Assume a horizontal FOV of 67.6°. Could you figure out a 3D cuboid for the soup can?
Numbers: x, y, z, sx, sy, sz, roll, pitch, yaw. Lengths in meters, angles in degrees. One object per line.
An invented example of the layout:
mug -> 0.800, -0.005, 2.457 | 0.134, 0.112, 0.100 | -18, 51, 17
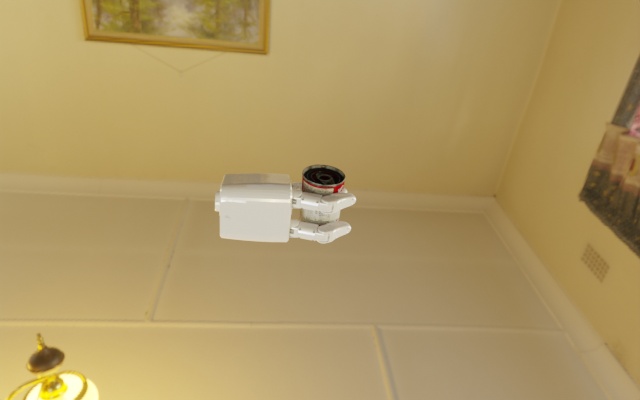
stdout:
soup can -> 0.001, 0.003, 0.770 | 0.068, 0.102, 0.068 | 5, 31, -3
